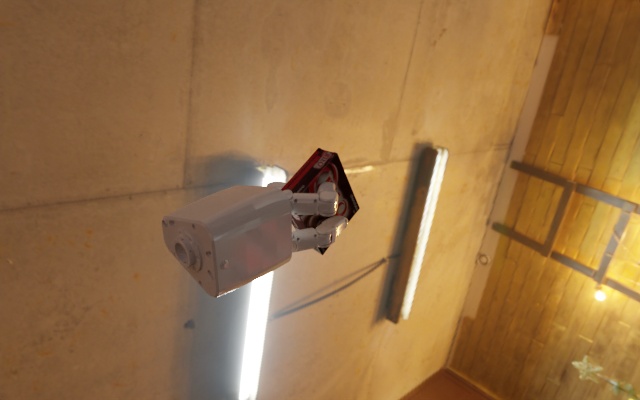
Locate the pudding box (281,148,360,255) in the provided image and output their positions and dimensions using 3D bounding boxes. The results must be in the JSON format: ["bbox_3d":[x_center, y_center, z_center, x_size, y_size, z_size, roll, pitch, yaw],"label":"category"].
[{"bbox_3d":[0.000,0.002,0.623,0.039,0.090,0.114,24,-27,36],"label":"pudding box"}]
